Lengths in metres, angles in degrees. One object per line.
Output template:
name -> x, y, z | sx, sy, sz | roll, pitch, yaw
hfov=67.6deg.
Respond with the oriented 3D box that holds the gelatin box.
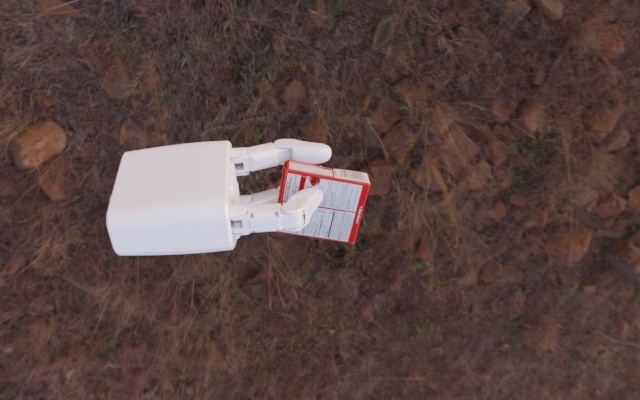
gelatin box -> 0.000, 0.002, 0.496 | 0.089, 0.073, 0.030 | 9, 27, -6
